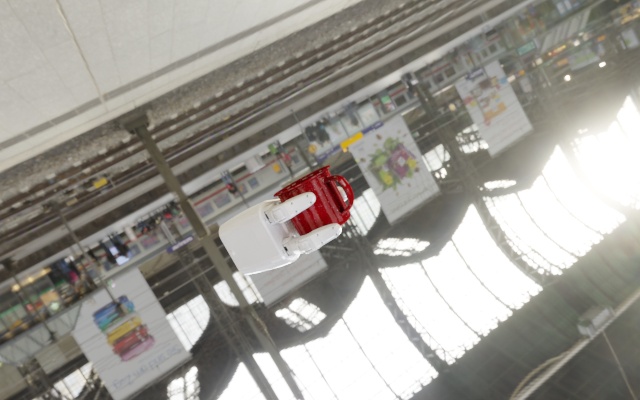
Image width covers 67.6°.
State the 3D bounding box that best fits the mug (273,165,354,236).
[{"bbox_3d":[0.001,0.002,0.686,0.117,0.081,0.093,-23,9,38],"label":"mug"}]
